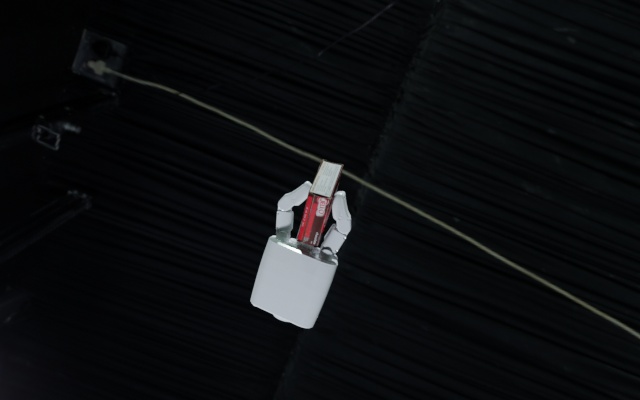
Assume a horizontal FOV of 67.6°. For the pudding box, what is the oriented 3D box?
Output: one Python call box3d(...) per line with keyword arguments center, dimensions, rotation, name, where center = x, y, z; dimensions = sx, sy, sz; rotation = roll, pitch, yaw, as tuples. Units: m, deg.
box3d(center=(0.000, 0.002, 0.723), dimensions=(0.039, 0.090, 0.113), rotation=(17, 32, 1), name="pudding box")
